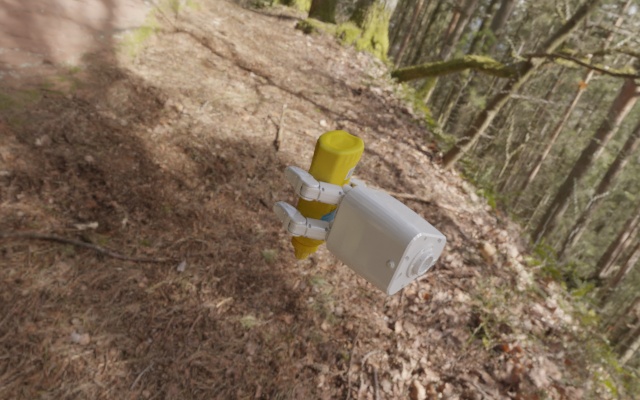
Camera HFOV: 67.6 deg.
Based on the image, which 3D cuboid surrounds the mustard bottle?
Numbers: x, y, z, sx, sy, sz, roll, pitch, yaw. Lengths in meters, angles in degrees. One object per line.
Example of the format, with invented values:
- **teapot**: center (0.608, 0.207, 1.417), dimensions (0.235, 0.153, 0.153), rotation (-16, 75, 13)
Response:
- **mustard bottle**: center (0.000, 0.002, 0.662), dimensions (0.058, 0.192, 0.096), rotation (25, 26, 11)
